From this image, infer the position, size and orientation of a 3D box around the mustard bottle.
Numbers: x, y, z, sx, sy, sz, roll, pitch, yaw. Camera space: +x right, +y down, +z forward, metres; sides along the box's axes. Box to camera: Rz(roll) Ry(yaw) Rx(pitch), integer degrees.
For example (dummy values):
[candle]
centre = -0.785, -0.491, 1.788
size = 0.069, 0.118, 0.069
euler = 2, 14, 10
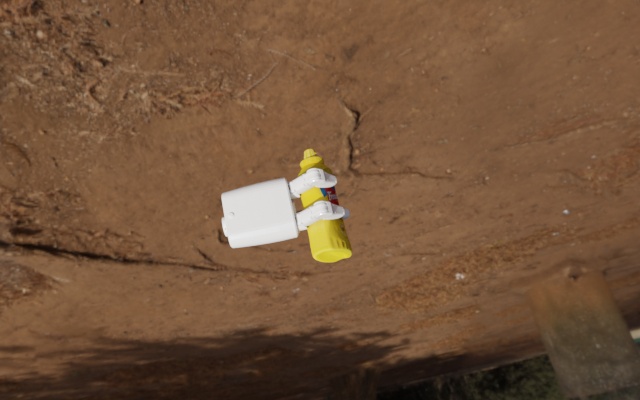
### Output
[mustard bottle]
centre = 0.001, 0.003, 0.792
size = 0.058, 0.191, 0.096
euler = -20, -20, 19
